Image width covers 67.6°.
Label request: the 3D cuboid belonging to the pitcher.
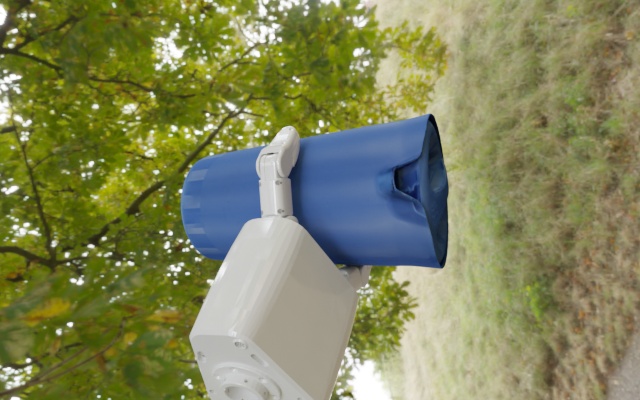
[{"bbox_3d":[0.000,0.002,0.463,0.243,0.149,0.145,-4,39,22],"label":"pitcher"}]
